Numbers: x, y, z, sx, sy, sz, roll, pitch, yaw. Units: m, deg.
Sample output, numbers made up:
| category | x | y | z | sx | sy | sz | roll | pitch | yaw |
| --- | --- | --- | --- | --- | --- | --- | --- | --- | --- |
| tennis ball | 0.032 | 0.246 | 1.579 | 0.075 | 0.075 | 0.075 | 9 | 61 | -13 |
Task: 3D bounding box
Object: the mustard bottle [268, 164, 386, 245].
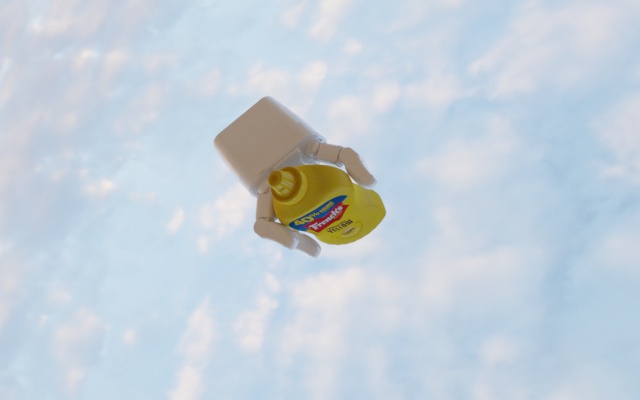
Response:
| category | x | y | z | sx | sy | sz | roll | pitch | yaw |
| --- | --- | --- | --- | --- | --- | --- | --- | --- | --- |
| mustard bottle | 0.000 | 0.002 | 0.567 | 0.096 | 0.058 | 0.192 | -29 | -28 | 20 |
